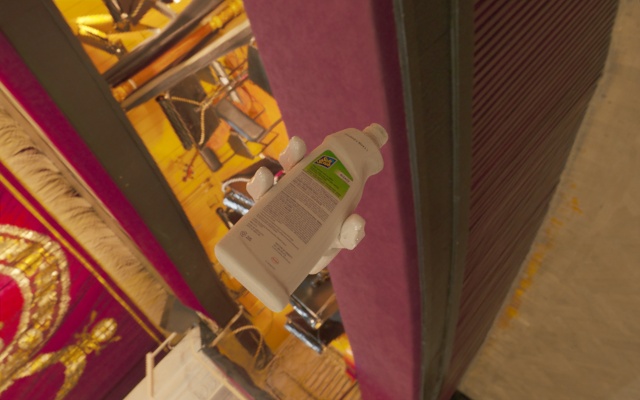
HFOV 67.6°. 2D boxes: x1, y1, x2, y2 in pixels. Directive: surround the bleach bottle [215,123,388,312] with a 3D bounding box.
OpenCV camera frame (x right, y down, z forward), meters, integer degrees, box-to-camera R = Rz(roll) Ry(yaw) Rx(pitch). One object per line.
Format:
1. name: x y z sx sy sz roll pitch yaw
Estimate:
1. bleach bottle: 0.000 0.002 0.553 0.102 0.250 0.068 41 -23 8
